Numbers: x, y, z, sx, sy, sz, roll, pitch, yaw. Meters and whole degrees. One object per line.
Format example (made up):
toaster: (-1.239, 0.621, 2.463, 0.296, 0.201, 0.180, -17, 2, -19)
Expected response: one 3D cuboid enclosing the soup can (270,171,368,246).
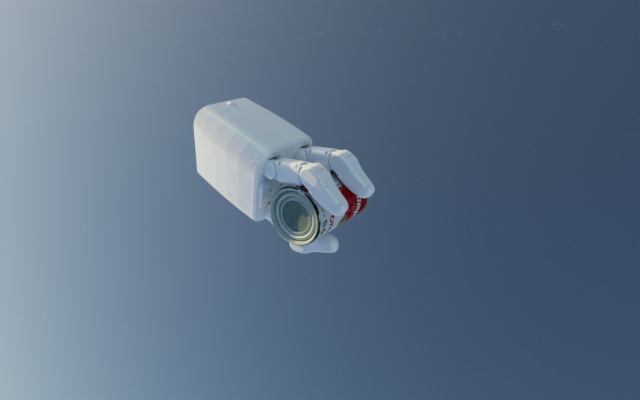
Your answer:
soup can: (0.000, 0.002, 0.537, 0.068, 0.068, 0.102, 0, 18, 37)
